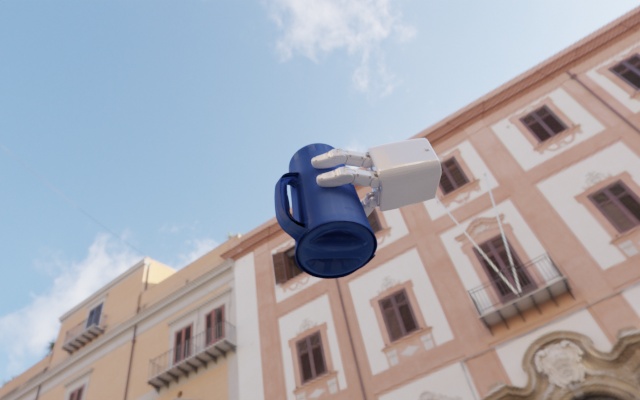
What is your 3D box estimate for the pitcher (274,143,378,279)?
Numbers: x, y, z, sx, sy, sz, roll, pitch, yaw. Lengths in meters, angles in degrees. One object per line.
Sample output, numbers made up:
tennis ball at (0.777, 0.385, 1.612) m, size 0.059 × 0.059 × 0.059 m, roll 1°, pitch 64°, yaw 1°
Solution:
pitcher at (0.000, 0.003, 0.836) m, size 0.145 × 0.149 × 0.242 m, roll -14°, pitch 42°, yaw 0°
